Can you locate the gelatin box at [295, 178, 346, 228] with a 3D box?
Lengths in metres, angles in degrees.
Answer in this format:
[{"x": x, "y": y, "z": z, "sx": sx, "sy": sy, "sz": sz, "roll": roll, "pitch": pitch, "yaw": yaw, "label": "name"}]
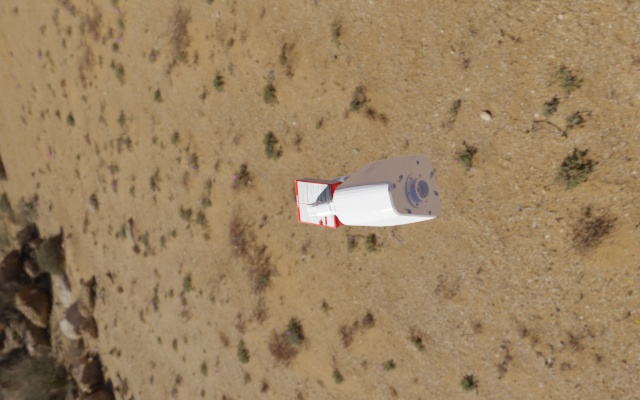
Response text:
[{"x": 0.000, "y": 0.003, "z": 0.788, "sx": 0.089, "sy": 0.073, "sz": 0.030, "roll": 8, "pitch": 18, "yaw": 43, "label": "gelatin box"}]
